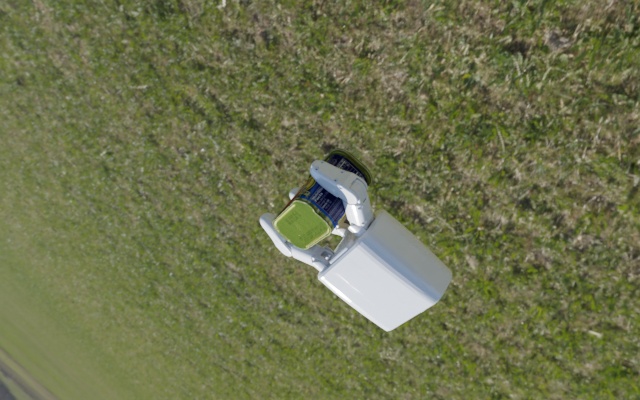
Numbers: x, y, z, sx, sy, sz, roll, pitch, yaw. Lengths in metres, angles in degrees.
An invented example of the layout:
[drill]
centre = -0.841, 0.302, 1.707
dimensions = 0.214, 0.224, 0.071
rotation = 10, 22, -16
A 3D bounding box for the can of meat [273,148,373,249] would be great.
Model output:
[can of meat]
centre = 0.000, 0.002, 0.535
dimensions = 0.057, 0.084, 0.102
rotation = 41, -31, -5
